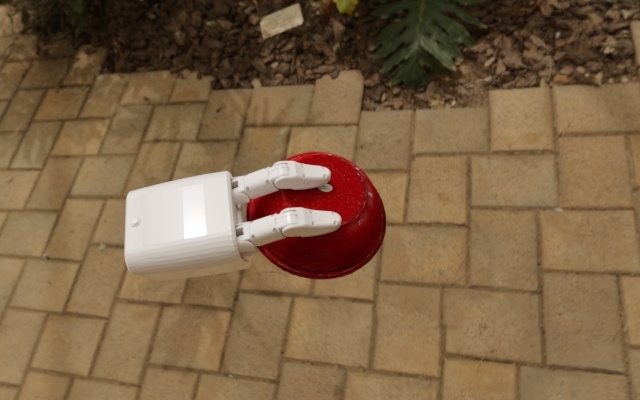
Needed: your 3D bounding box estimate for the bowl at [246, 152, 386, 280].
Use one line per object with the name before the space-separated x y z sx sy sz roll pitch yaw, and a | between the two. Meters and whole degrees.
bowl | 0.001 0.001 0.523 0.162 0.162 0.055 0 -31 -10
